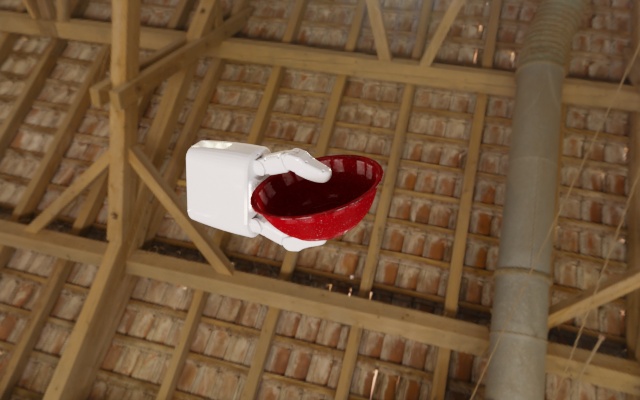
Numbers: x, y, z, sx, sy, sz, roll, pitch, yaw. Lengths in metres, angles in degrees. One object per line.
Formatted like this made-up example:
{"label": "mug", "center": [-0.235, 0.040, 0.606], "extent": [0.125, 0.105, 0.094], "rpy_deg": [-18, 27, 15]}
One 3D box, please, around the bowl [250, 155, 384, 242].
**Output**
{"label": "bowl", "center": [0.001, 0.002, 0.576], "extent": [0.162, 0.055, 0.162], "rpy_deg": [-12, 26, 6]}
